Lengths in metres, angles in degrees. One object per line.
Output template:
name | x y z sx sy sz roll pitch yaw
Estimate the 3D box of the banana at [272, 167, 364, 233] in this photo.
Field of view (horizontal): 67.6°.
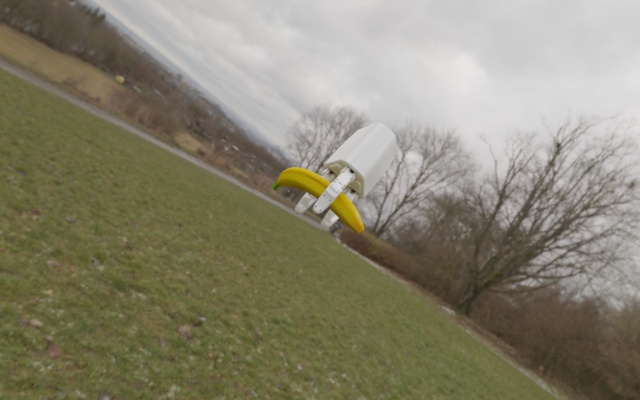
banana | -0.002 -0.011 0.851 0.197 0.070 0.037 29 52 22
